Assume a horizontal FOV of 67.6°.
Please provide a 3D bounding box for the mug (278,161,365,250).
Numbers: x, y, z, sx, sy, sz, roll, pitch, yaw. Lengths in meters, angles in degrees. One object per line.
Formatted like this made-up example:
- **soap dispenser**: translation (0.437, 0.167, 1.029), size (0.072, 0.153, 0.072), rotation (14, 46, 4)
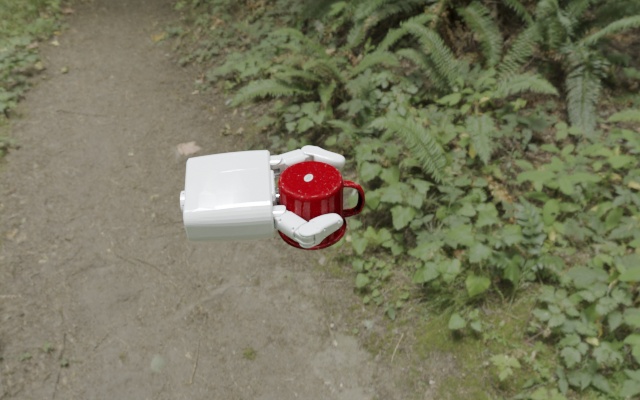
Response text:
- **mug**: translation (0.002, 0.002, 0.617), size (0.117, 0.082, 0.093), rotation (-5, 39, -5)
